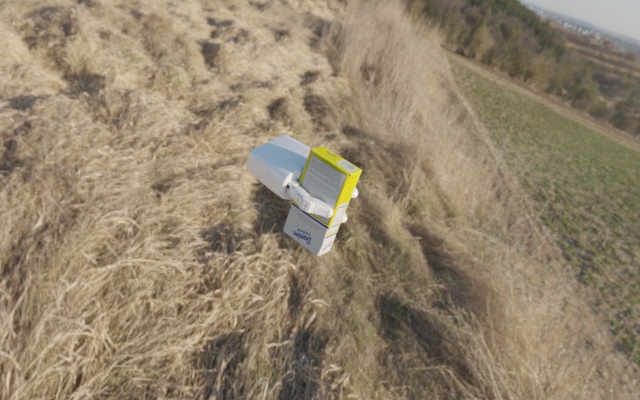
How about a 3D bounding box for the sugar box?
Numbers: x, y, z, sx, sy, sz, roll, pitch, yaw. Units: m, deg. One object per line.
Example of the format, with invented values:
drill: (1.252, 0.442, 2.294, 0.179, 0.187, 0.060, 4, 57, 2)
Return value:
sugar box: (0.000, 0.003, 0.865, 0.093, 0.176, 0.048, 35, 32, 26)
